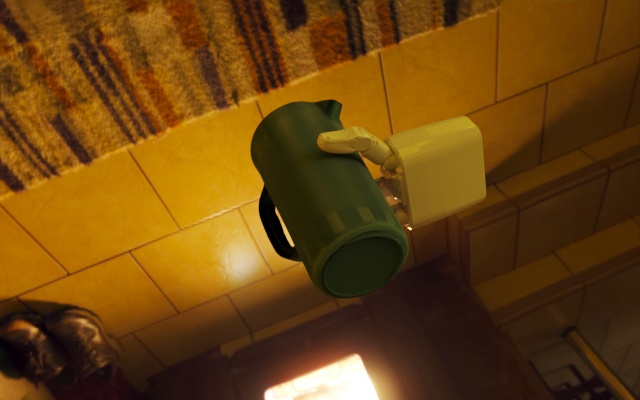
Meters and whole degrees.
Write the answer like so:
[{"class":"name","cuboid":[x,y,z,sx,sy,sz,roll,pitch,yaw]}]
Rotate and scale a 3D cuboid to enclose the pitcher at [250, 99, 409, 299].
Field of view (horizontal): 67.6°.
[{"class":"pitcher","cuboid":[0.000,0.002,0.573,0.145,0.149,0.242,-17,43,-9]}]
